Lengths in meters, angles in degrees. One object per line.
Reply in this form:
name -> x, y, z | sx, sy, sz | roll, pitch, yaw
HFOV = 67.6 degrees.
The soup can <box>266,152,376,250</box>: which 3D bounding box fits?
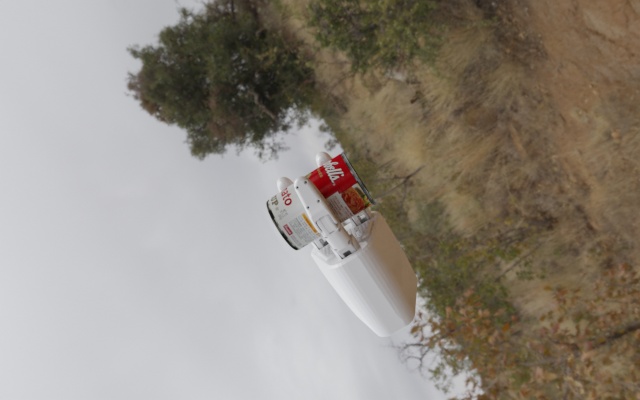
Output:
soup can -> 0.000, 0.001, 0.528 | 0.102, 0.068, 0.068 | -32, -4, 6
